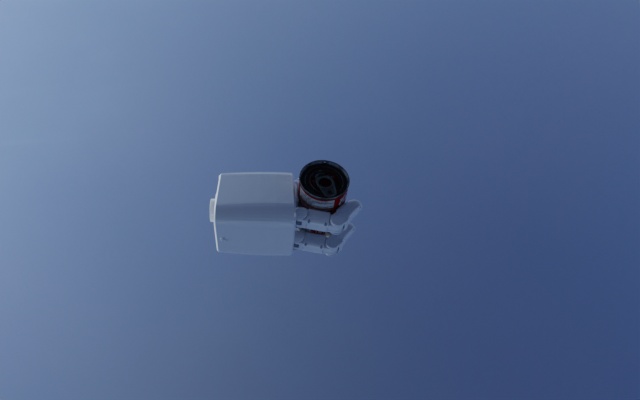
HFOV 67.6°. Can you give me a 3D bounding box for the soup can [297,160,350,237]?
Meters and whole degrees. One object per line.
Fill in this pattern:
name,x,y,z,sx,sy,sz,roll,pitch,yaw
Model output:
soup can,0.001,0.002,0.674,0.068,0.068,0.102,0,-38,-8
